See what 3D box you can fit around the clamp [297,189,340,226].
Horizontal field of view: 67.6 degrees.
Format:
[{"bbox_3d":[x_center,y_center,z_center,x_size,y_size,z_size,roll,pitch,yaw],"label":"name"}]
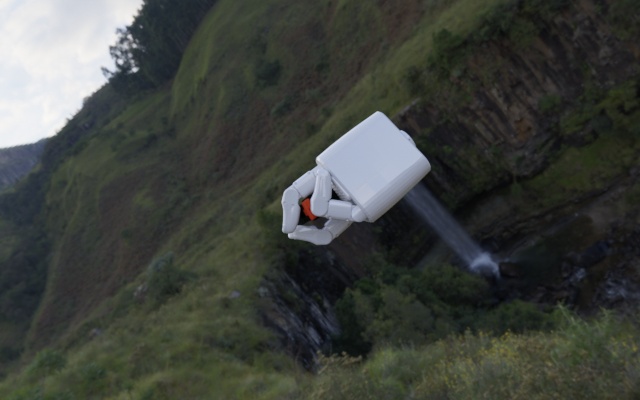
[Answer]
[{"bbox_3d":[0.000,0.002,0.709,0.120,0.039,0.171,-40,3,-4],"label":"clamp"}]
